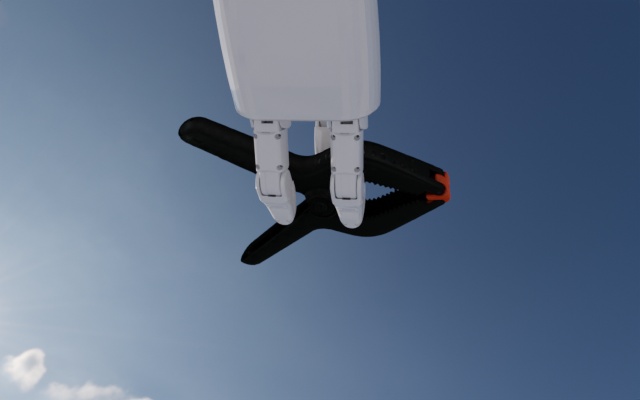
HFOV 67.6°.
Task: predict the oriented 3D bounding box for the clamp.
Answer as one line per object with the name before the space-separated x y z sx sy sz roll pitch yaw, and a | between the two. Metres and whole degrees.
clamp | 0.001 0.001 0.406 0.210 0.165 0.036 2 44 10
